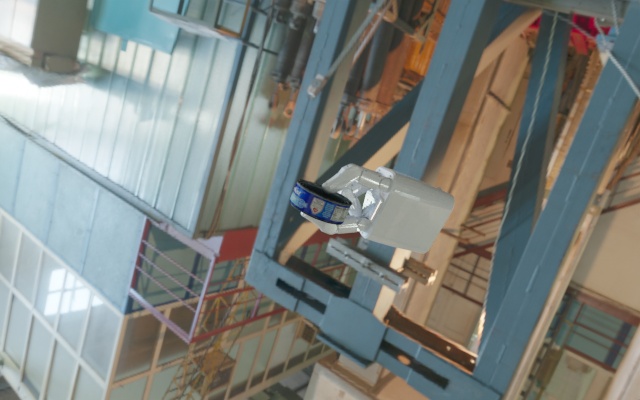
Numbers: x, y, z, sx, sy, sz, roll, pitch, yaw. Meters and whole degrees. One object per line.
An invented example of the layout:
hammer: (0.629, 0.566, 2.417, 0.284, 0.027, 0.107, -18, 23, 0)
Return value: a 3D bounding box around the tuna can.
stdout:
tuna can: (0.000, 0.003, 0.683, 0.086, 0.034, 0.086, 22, 11, -5)
